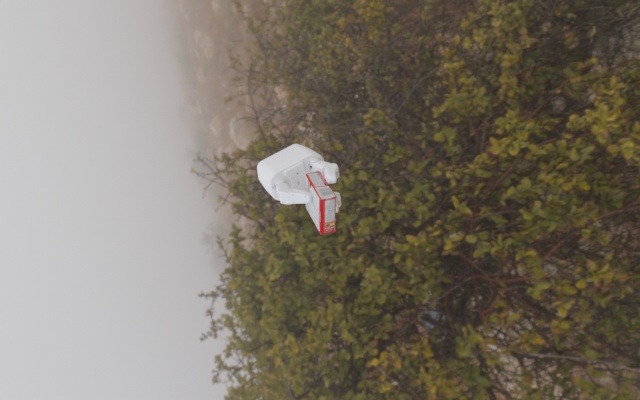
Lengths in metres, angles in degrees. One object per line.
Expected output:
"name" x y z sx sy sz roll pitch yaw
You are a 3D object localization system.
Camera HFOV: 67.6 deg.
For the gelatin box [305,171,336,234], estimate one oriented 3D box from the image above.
"gelatin box" 0.000 0.003 0.818 0.030 0.073 0.089 -10 35 -15
